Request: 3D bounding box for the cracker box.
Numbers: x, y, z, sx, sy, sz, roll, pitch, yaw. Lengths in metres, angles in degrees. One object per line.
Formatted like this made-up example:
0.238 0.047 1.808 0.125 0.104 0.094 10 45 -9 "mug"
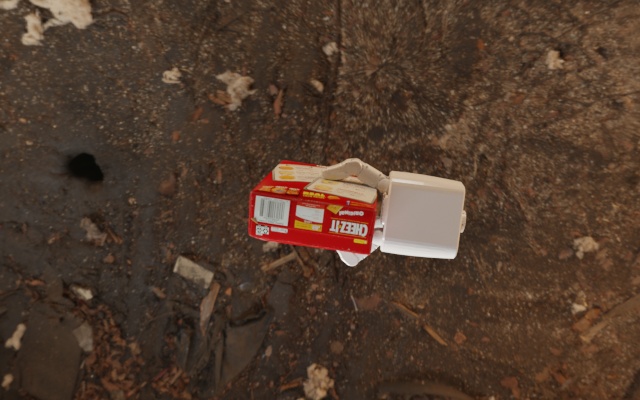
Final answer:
0.000 0.002 0.705 0.164 0.072 0.213 8 16 5 "cracker box"
